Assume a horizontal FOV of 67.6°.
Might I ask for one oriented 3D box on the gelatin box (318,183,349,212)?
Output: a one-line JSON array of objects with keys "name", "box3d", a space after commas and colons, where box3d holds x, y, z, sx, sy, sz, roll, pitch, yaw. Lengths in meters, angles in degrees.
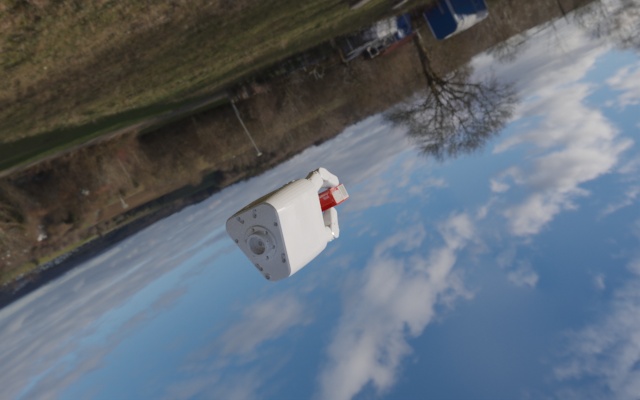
[{"name": "gelatin box", "box3d": [0.000, 0.003, 0.787, 0.073, 0.030, 0.089, -25, 1, 18]}]
